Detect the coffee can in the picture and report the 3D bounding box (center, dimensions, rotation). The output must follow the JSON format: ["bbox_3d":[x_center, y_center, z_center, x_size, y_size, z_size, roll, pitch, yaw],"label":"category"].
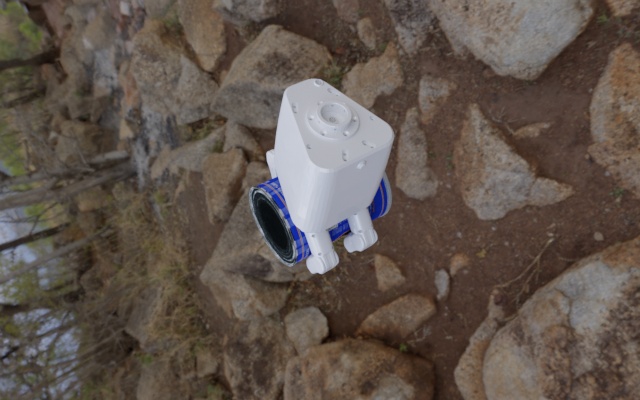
[{"bbox_3d":[0.000,0.002,0.577,0.140,0.103,0.103,-27,11,-23],"label":"coffee can"}]
